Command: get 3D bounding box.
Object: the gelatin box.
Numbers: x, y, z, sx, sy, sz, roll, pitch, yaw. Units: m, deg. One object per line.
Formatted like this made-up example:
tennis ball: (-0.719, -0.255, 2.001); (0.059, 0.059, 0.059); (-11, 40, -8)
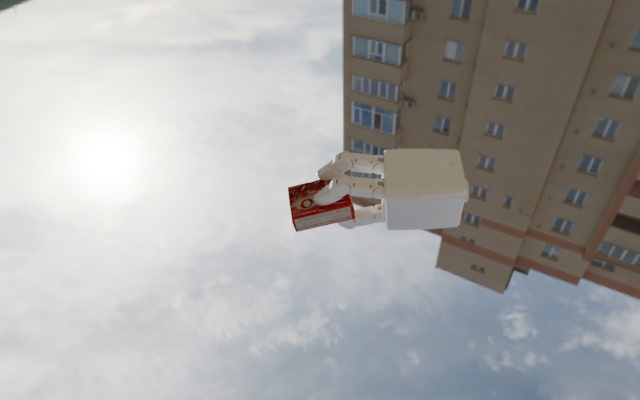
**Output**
gelatin box: (0.000, 0.003, 0.694); (0.089, 0.030, 0.073); (-14, 41, 2)
